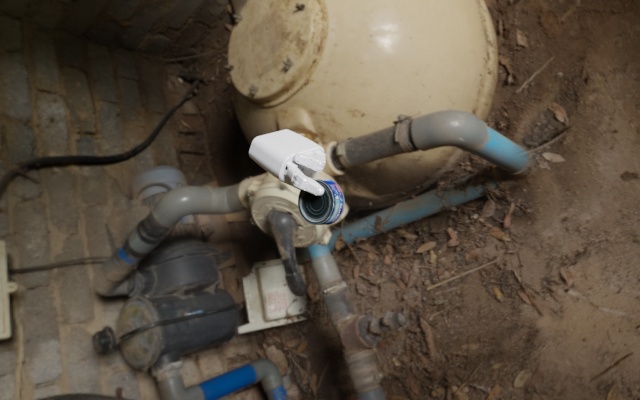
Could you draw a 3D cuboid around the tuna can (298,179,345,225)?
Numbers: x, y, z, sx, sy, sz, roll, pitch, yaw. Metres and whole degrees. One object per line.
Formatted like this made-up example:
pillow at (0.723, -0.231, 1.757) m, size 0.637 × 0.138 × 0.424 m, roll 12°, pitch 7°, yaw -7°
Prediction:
tuna can at (0.000, 0.003, 0.881) m, size 0.086 × 0.086 × 0.034 m, roll 0°, pitch 0°, yaw 36°
